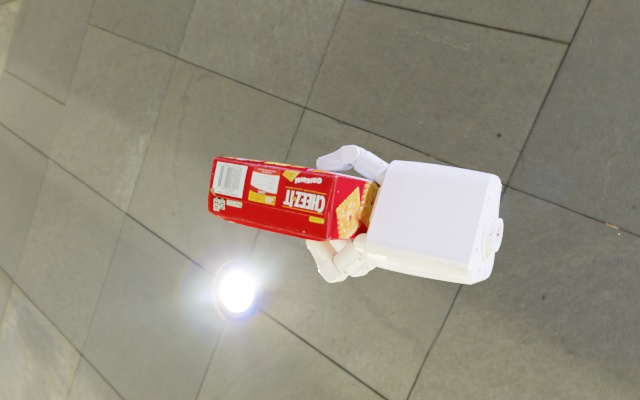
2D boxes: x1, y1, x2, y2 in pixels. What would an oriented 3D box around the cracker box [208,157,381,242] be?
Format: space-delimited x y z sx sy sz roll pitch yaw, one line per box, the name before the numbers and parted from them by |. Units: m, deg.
cracker box | 0.000 0.002 0.570 0.164 0.072 0.214 10 2 32
